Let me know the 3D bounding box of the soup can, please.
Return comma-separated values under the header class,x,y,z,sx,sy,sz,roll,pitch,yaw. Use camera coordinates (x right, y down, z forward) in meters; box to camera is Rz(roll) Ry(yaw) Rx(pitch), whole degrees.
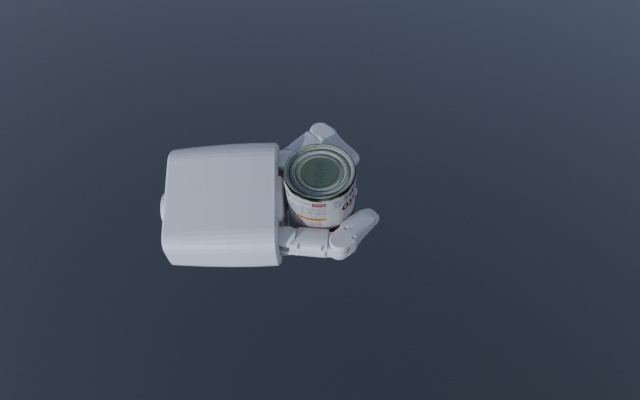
class,x,y,z,sx,sy,sz,roll,pitch,yaw
soup can,0.001,0.001,0.468,0.068,0.068,0.102,0,-35,1
